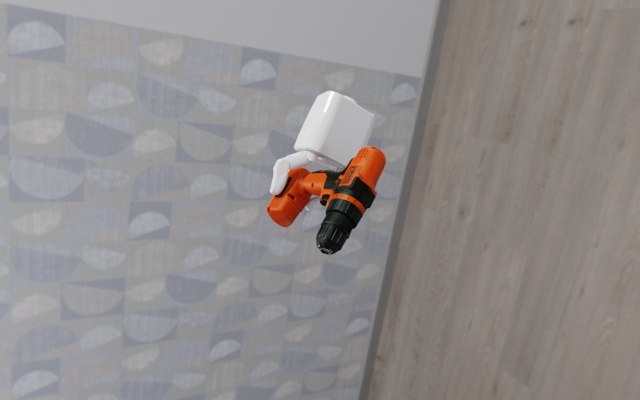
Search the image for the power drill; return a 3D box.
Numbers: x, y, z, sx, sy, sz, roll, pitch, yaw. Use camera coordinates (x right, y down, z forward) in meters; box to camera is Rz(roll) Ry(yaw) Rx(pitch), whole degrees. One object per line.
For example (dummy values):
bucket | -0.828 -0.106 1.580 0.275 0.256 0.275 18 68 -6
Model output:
power drill | 0.000 0.002 0.742 0.187 0.184 0.057 -3 -42 47
